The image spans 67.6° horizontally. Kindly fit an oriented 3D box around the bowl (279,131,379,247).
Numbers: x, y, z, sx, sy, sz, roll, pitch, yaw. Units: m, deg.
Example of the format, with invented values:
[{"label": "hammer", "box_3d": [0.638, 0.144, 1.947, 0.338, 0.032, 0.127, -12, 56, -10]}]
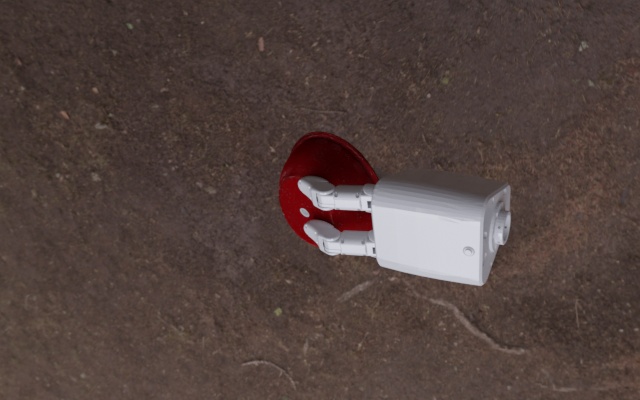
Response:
[{"label": "bowl", "box_3d": [-0.001, 0.002, 0.576, 0.055, 0.162, 0.162, -32, 20, -36]}]
